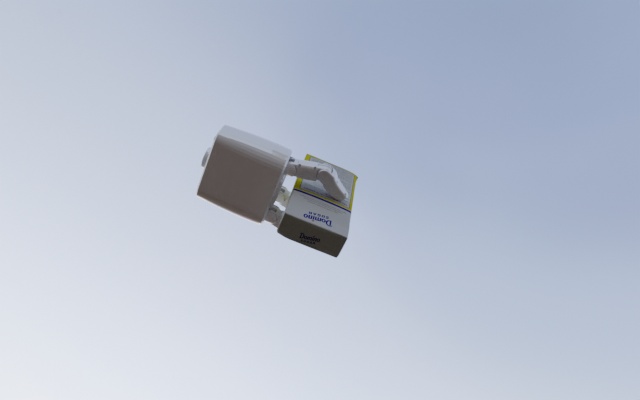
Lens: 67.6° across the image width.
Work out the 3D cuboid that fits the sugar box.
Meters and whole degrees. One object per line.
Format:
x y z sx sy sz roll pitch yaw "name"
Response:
0.000 0.003 0.709 0.093 0.048 0.176 23 35 -4 "sugar box"
